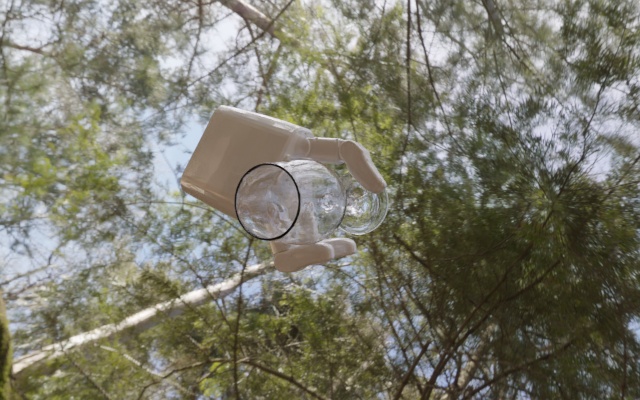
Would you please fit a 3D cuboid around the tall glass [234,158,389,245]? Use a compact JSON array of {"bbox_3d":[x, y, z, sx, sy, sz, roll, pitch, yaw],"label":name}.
[{"bbox_3d":[0.001,0.002,0.465,0.079,0.079,0.201,0,0,25],"label":"tall glass"}]
